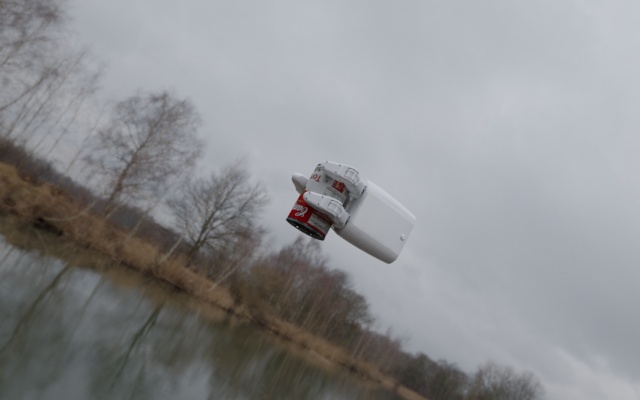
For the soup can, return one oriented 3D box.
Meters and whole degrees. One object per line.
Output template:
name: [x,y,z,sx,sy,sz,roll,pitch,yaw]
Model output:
soup can: [0.000,0.002,0.744,0.068,0.102,0.068,28,-12,7]
